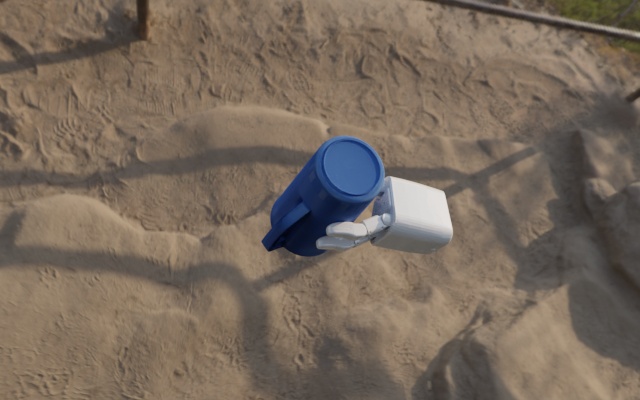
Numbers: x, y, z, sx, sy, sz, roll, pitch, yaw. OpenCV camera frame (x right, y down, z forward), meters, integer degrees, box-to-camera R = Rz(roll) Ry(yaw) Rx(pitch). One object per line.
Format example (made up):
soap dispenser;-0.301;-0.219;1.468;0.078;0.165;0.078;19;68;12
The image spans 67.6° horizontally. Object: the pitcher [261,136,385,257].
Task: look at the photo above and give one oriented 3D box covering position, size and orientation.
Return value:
pitcher;0.000;0.003;0.773;0.145;0.149;0.243;14;-26;-13
